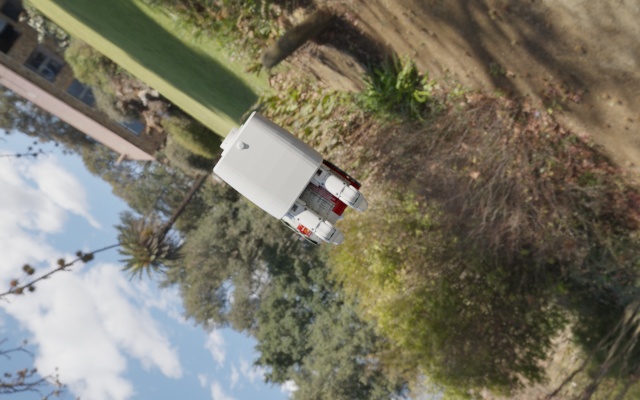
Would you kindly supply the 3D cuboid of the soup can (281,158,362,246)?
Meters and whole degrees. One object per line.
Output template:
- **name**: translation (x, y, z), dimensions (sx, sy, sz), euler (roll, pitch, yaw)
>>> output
- **soup can**: translation (0.000, 0.003, 0.656), dimensions (0.068, 0.102, 0.068), euler (35, 0, 0)
